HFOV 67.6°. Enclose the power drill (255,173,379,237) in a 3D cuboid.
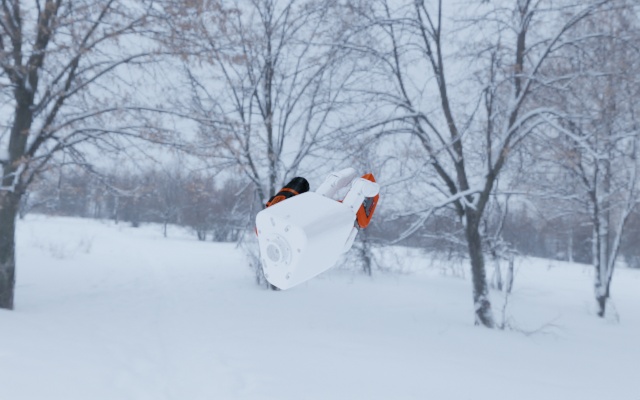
[{"bbox_3d":[0.000,0.003,0.809,0.187,0.057,0.184,-9,28,25],"label":"power drill"}]
